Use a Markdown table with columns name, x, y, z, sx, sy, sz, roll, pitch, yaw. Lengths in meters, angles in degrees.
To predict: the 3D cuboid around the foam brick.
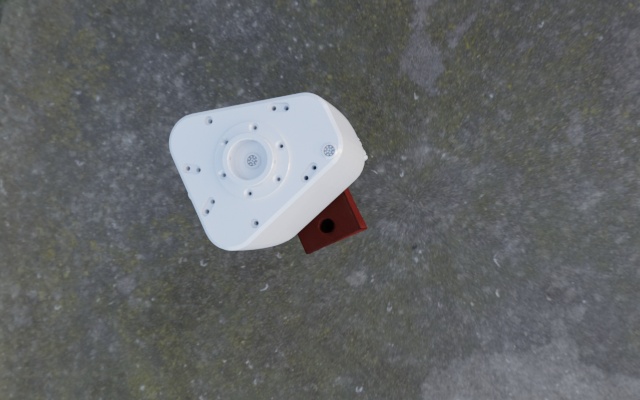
| name | x | y | z | sx | sy | sz | roll | pitch | yaw |
| --- | --- | --- | --- | --- | --- | --- | --- | --- | --- |
| foam brick | 0.000 | 0.002 | 0.420 | 0.053 | 0.078 | 0.051 | -26 | -4 | 9 |
